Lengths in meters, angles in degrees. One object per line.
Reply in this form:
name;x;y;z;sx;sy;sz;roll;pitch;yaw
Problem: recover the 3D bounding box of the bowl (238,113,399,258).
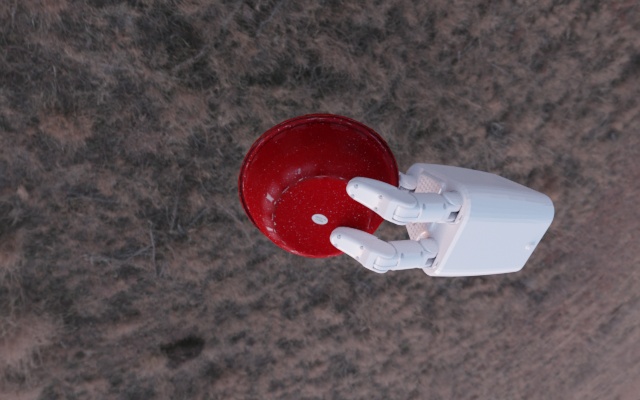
bowl;-0.001;0.002;0.458;0.162;0.162;0.055;0;34;-3
